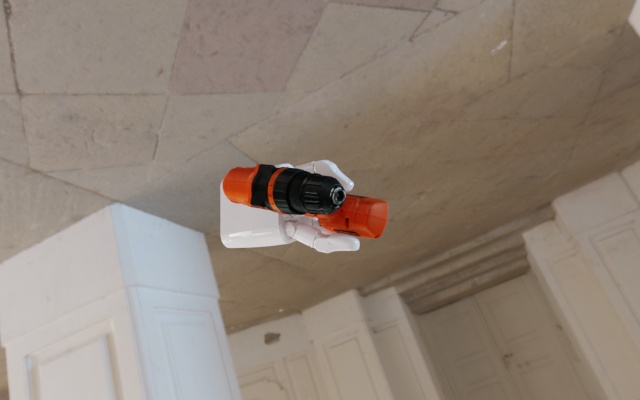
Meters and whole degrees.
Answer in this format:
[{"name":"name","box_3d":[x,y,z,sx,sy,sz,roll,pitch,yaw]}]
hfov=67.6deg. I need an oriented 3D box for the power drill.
[{"name":"power drill","box_3d":[0.000,0.002,0.584,0.184,0.057,0.188,10,-7,45]}]
